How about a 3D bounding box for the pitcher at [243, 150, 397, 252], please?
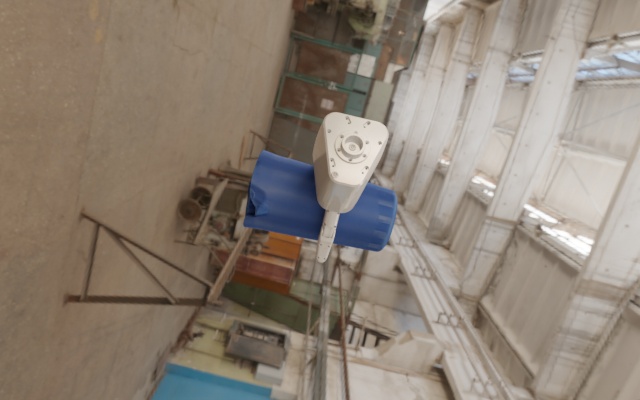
[{"bbox_3d":[0.000,0.003,0.813,0.243,0.149,0.145,14,-22,-2],"label":"pitcher"}]
